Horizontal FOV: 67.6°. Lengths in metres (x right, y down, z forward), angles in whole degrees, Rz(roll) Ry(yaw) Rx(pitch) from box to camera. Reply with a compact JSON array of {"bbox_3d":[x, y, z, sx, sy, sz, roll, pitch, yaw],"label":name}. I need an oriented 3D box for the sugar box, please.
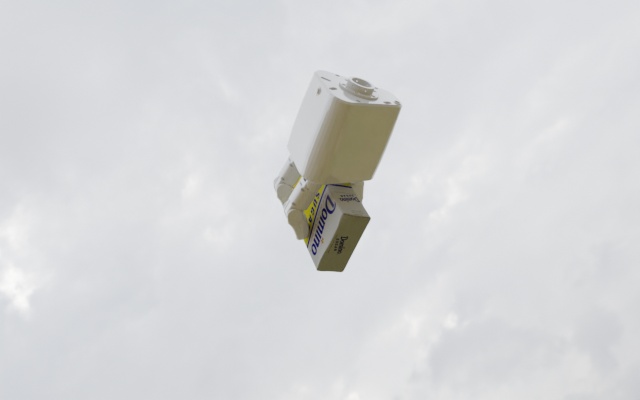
[{"bbox_3d":[0.000,0.002,0.641,0.048,0.093,0.176,8,33,-26],"label":"sugar box"}]
